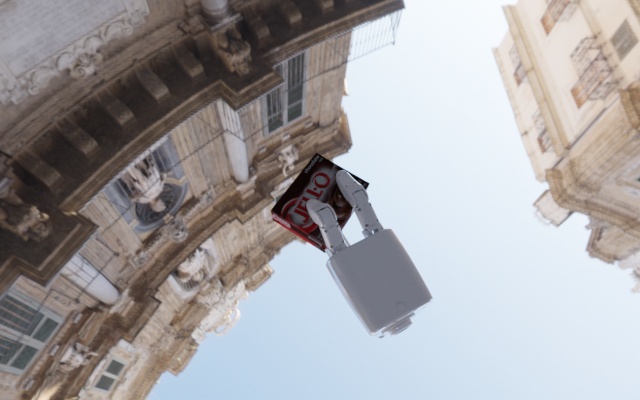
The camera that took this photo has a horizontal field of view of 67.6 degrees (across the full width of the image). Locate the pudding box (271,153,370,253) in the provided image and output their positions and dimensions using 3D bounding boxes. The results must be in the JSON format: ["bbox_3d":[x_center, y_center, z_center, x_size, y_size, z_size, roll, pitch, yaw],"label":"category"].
[{"bbox_3d":[0.000,0.002,0.655,0.090,0.113,0.039,31,-25,12],"label":"pudding box"}]
